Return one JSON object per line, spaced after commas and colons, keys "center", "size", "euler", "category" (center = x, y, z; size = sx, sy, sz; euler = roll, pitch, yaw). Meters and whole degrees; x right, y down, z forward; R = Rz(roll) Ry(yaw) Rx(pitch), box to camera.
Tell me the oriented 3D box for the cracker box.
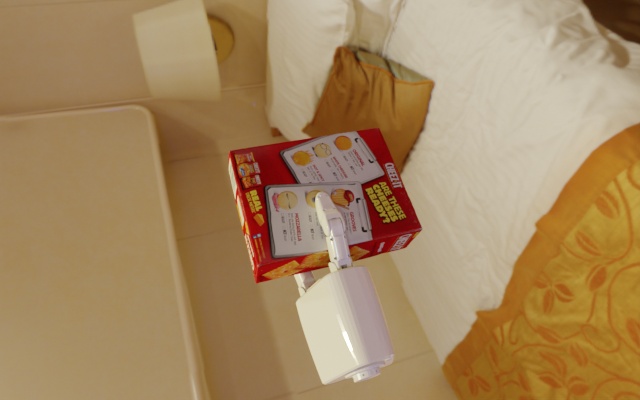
{"center": [0.000, 0.002, 0.629], "size": [0.213, 0.164, 0.072], "euler": [-11, -25, -16], "category": "cracker box"}
